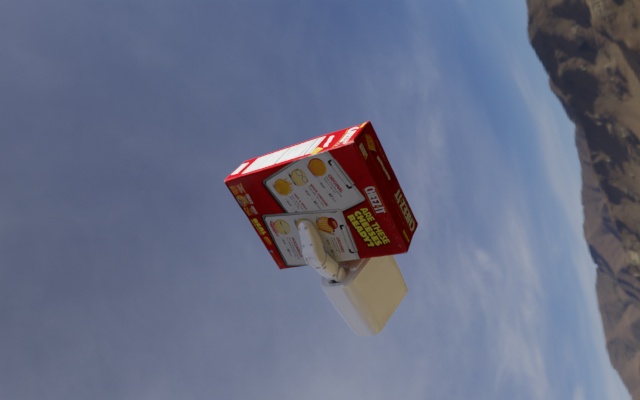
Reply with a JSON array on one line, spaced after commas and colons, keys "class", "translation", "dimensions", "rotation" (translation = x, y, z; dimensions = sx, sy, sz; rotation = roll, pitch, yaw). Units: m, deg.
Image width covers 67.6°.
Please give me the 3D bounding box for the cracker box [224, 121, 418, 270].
[{"class": "cracker box", "translation": [0.000, 0.002, 0.647], "dimensions": [0.214, 0.164, 0.072], "rotation": [-13, 27, 34]}]
